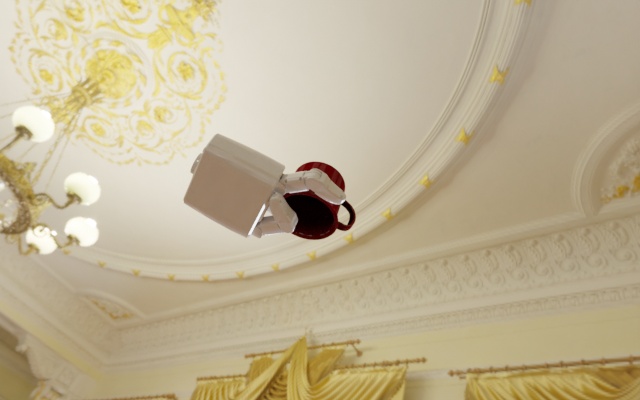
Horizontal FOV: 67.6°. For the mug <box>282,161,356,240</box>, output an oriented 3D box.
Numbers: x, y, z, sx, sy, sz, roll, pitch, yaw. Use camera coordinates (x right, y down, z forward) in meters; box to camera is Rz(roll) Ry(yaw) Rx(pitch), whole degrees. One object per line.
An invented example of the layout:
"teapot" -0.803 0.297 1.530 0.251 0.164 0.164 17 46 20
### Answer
"mug" 0.001 0.003 0.699 0.117 0.081 0.093 27 -46 -6
